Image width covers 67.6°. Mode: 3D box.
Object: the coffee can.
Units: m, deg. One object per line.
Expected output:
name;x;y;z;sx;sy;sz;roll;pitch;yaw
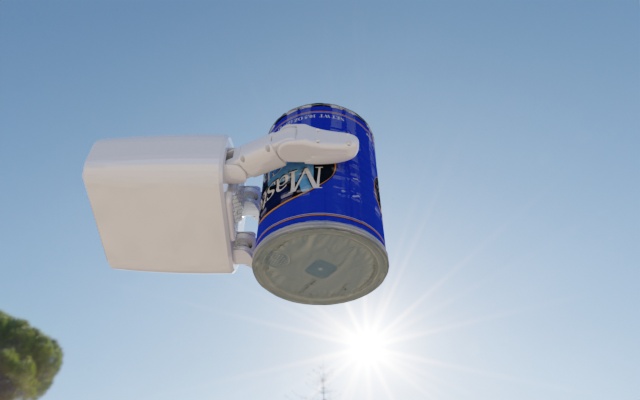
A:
coffee can;0.000;0.001;0.403;0.103;0.140;0.103;0;-42;0
